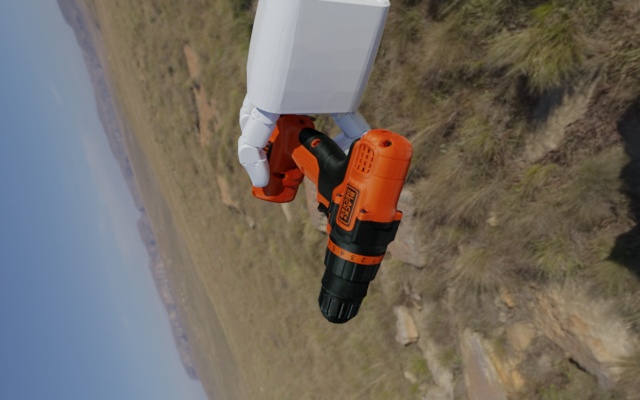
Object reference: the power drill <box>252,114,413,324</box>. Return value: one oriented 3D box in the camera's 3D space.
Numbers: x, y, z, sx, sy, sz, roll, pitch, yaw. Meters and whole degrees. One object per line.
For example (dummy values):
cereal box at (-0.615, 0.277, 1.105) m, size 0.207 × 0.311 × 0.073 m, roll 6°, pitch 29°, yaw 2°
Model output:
power drill at (0.000, 0.001, 0.473) m, size 0.057 × 0.184 × 0.187 m, roll 2°, pitch 22°, yaw -39°
